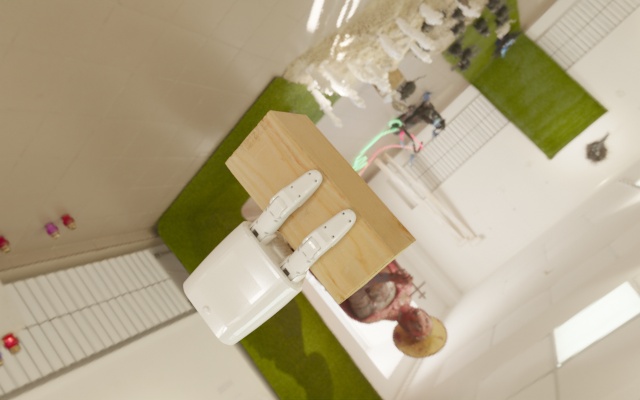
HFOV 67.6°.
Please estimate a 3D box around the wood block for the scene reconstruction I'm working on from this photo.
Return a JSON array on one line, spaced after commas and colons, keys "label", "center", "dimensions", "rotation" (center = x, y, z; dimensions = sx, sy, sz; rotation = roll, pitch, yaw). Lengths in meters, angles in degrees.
[{"label": "wood block", "center": [0.000, 0.002, 0.552], "dimensions": [0.090, 0.206, 0.091], "rotation": [-45, -13, 22]}]
